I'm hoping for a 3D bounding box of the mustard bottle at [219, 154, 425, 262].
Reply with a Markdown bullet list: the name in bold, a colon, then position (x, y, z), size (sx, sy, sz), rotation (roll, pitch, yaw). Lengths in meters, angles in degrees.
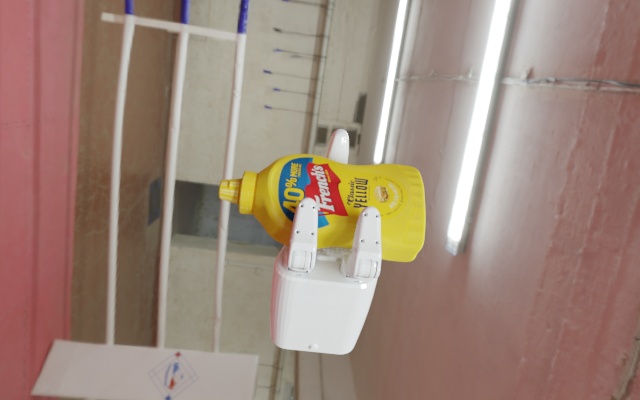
- **mustard bottle**: position (0.000, 0.001, 0.457), size (0.191, 0.096, 0.058), rotation (7, -31, -4)
